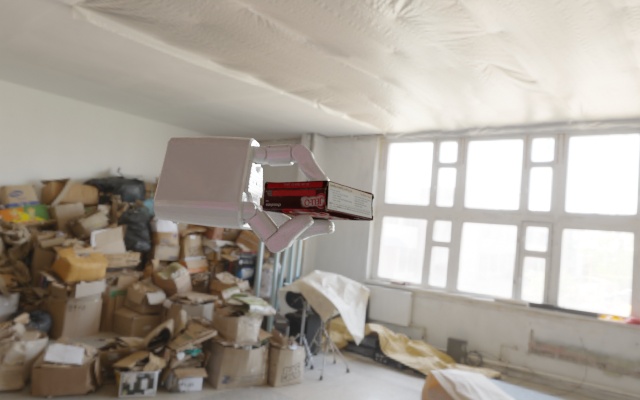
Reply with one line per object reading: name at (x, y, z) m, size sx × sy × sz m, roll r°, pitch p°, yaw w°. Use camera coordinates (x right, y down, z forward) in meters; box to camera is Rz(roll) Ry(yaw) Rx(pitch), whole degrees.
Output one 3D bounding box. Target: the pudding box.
pudding box at (0.000, 0.002, 0.572) m, size 0.090 × 0.039 × 0.113 m, roll 1°, pitch -5°, yaw 34°
